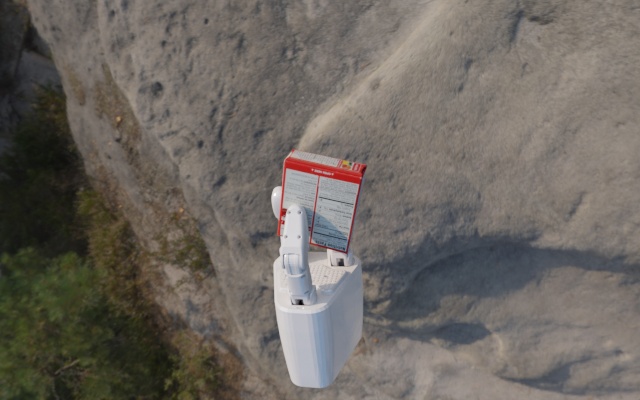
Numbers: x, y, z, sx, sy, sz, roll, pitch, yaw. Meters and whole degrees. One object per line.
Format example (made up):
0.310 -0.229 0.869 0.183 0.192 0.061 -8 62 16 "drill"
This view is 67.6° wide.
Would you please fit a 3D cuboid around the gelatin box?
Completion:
0.000 0.001 0.458 0.073 0.089 0.030 13 32 8 "gelatin box"
